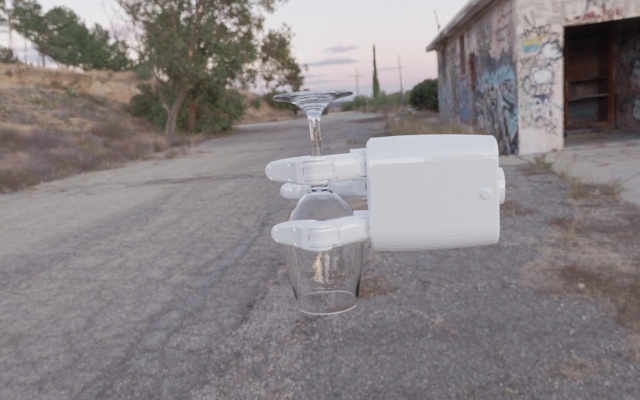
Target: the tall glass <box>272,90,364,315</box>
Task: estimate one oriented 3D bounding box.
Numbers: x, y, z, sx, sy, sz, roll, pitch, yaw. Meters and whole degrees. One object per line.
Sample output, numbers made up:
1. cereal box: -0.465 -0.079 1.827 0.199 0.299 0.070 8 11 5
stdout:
1. tall glass: 0.000 0.001 0.451 0.079 0.201 0.079 -4 8 1
